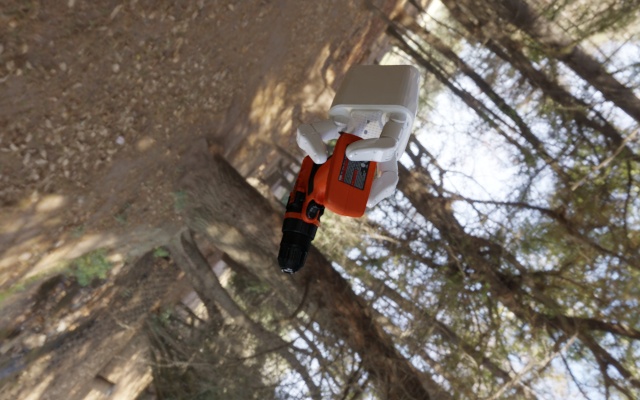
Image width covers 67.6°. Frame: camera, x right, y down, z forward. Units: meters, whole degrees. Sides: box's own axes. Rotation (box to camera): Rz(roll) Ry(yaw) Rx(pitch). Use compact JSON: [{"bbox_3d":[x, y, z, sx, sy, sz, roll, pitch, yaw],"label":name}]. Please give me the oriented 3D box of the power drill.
[{"bbox_3d":[0.000,0.002,0.640,0.057,0.184,0.188,19,-20,-19],"label":"power drill"}]
